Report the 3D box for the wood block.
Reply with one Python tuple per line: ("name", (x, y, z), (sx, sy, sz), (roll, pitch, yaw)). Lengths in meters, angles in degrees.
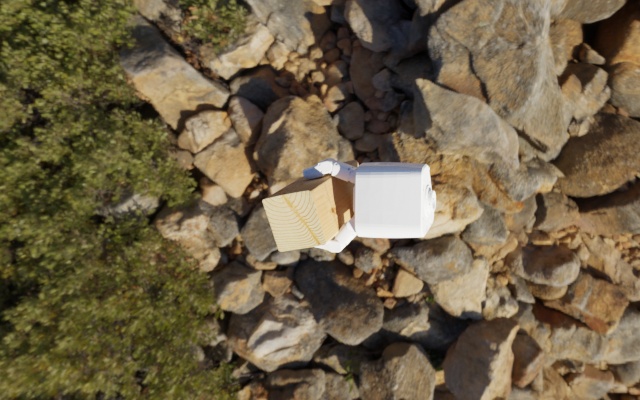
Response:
("wood block", (0.000, 0.002, 0.820), (0.090, 0.091, 0.206), (-11, 12, 27))
